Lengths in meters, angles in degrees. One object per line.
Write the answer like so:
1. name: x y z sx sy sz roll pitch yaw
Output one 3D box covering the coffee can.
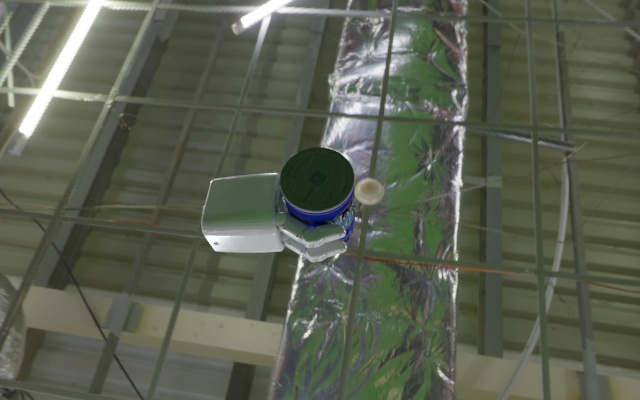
1. coffee can: 0.000 0.002 0.711 0.103 0.102 0.140 0 -29 5
